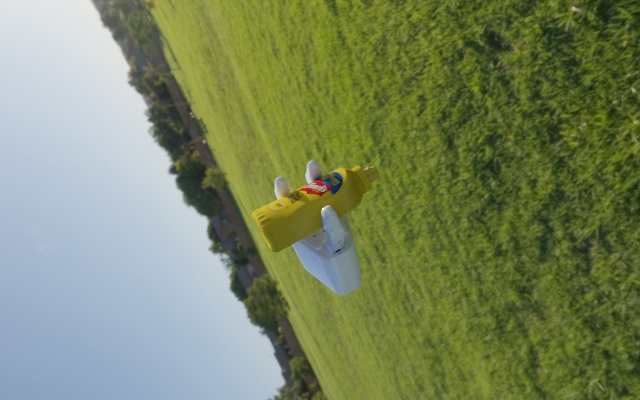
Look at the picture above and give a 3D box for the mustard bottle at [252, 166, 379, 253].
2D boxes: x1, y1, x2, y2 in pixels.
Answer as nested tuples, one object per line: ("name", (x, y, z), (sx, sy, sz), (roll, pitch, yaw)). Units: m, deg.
("mustard bottle", (0.000, 0.002, 0.689), (0.191, 0.058, 0.096), (-28, 22, -10))
